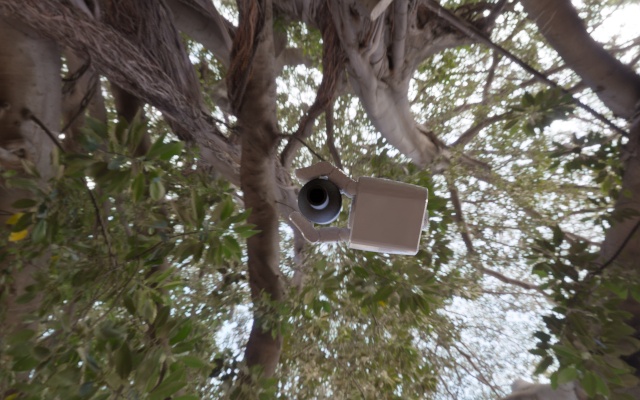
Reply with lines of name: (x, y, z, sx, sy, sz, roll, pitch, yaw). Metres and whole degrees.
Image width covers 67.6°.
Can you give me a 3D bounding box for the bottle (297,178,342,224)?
bottle: (0.000, 0.002, 0.746, 0.069, 0.069, 0.296, 0, -3, 2)
